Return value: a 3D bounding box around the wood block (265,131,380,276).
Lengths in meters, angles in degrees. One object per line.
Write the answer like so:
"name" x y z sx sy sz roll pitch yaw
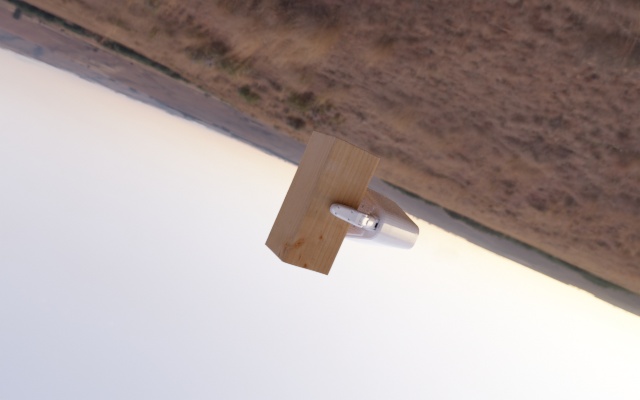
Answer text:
"wood block" 0.001 0.003 0.773 0.090 0.206 0.090 21 4 -29
